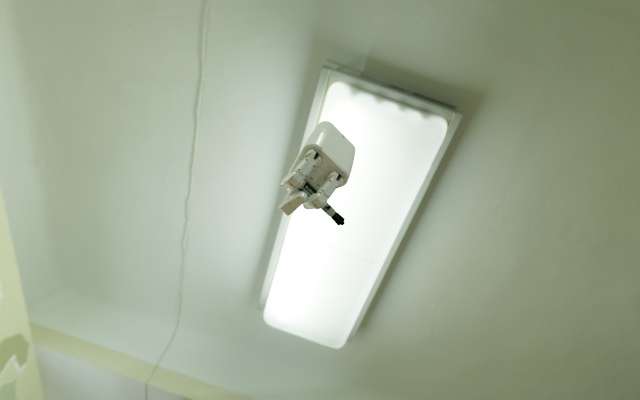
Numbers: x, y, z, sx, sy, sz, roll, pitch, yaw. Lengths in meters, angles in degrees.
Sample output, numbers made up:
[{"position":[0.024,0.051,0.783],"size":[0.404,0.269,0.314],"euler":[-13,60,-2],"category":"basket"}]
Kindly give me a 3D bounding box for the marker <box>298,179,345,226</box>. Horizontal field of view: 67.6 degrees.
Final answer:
[{"position":[0.000,0.003,0.849],"size":[0.121,0.020,0.020],"euler":[44,-15,-16],"category":"marker"}]
